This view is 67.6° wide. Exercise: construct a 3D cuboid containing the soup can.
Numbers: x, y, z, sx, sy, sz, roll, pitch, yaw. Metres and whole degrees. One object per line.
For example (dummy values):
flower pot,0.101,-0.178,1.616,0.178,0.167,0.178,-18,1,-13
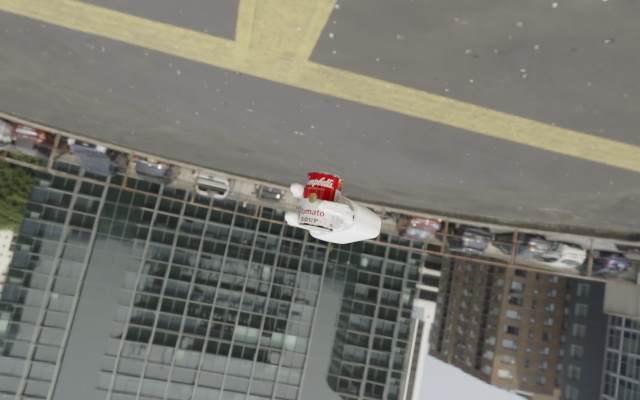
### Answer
soup can,0.000,0.003,0.891,0.068,0.102,0.068,11,-9,2
